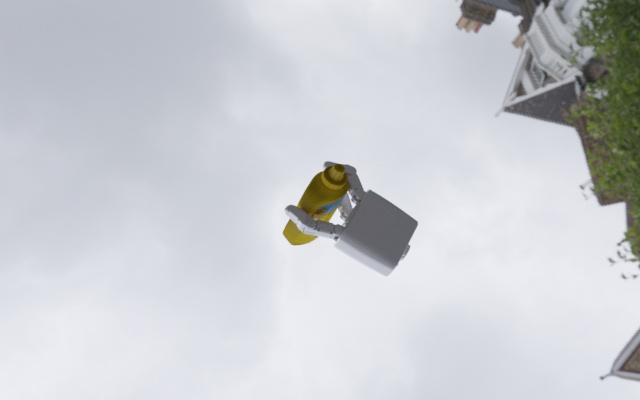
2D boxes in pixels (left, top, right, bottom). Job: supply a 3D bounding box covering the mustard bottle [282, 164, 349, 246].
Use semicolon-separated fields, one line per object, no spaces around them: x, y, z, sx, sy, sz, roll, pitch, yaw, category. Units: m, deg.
0.000;0.003;0.830;0.096;0.058;0.192;-27;-21;-36;mustard bottle
